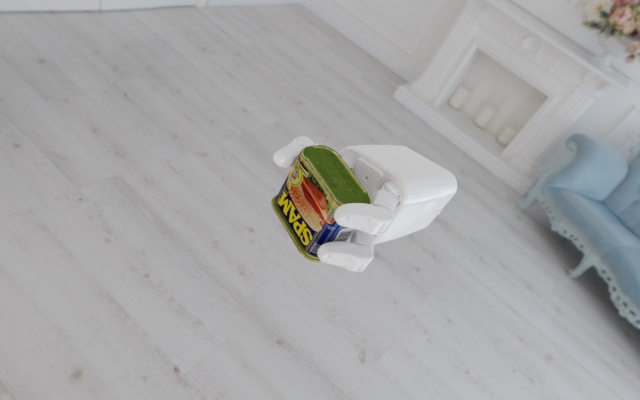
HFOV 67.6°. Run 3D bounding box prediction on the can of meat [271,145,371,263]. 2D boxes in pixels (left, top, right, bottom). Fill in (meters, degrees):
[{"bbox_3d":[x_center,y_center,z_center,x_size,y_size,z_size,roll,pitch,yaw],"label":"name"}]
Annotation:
[{"bbox_3d":[0.000,0.001,0.523,0.057,0.102,0.084,-6,-40,-40],"label":"can of meat"}]
